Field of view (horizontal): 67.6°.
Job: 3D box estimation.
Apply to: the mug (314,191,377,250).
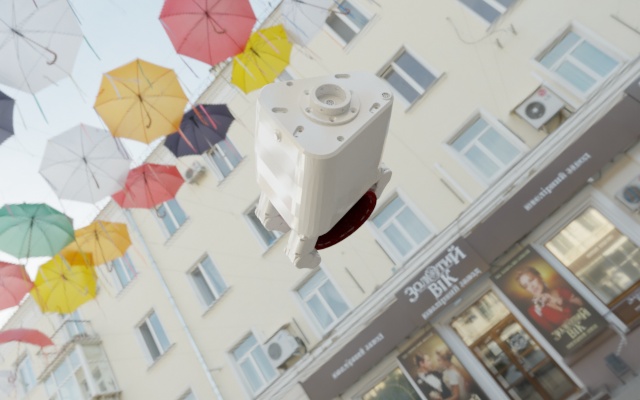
[{"bbox_3d":[0.000,0.002,0.539,0.093,0.081,0.117,-24,-29,-24],"label":"mug"}]
